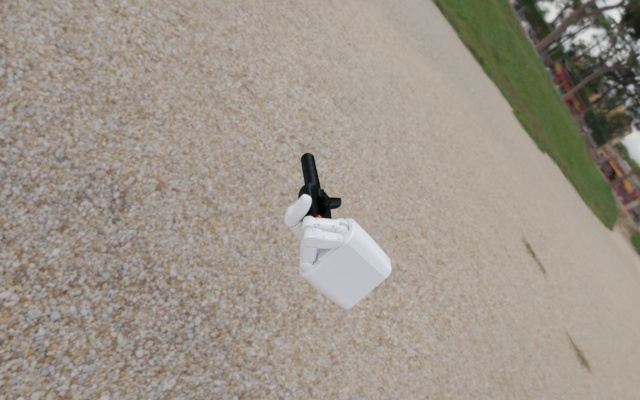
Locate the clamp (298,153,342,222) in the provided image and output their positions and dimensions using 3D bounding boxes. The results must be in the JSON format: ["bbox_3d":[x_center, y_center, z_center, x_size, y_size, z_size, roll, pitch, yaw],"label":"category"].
[{"bbox_3d":[0.001,0.002,0.821,0.039,0.120,0.171,-30,30,24],"label":"clamp"}]
